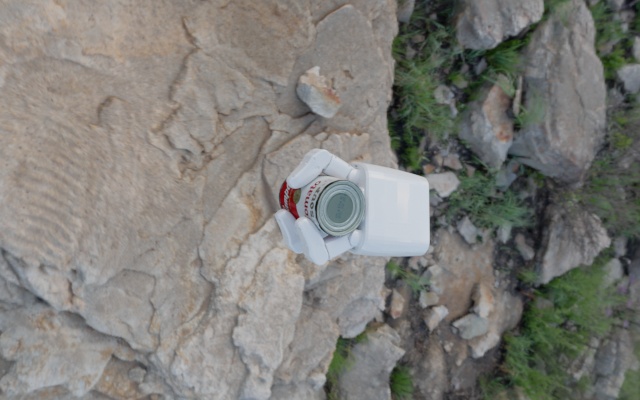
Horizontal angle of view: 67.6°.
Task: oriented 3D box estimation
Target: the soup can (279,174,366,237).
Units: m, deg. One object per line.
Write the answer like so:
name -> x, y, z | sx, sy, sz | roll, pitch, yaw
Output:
soup can -> 0.000, 0.002, 0.582 | 0.068, 0.068, 0.102 | 0, 9, -29
